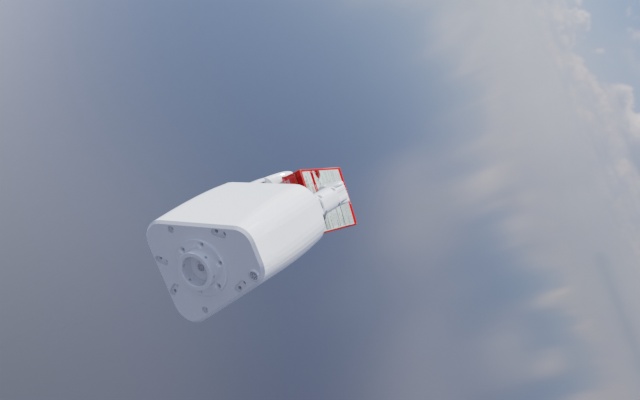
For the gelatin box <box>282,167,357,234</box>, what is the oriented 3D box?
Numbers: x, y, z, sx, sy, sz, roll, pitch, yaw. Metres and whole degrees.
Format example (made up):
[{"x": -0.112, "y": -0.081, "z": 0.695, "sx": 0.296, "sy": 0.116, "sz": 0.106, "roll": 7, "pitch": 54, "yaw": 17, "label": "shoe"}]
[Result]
[{"x": 0.001, "y": 0.002, "z": 0.544, "sx": 0.030, "sy": 0.073, "sz": 0.089, "roll": -20, "pitch": -6, "yaw": 32, "label": "gelatin box"}]
